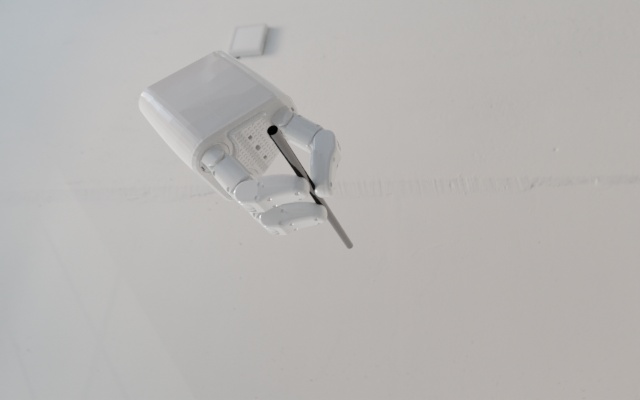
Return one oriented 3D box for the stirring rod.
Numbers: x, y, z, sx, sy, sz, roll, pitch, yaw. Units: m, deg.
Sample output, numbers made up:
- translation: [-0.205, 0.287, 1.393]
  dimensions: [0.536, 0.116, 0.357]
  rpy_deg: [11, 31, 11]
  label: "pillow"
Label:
- translation: [0.000, 0.001, 0.427]
  dimensions: [0.011, 0.011, 0.240]
  rpy_deg: [0, -24, 17]
  label: "stirring rod"
